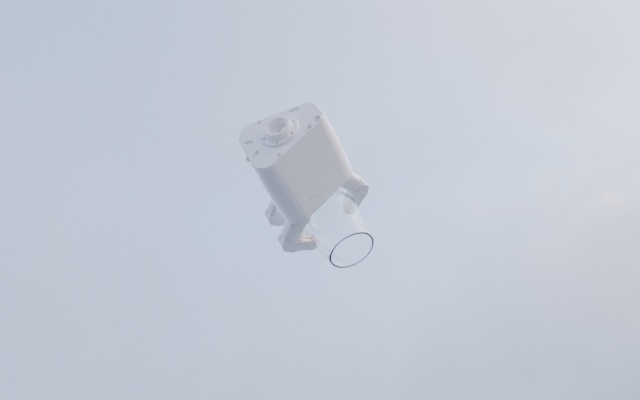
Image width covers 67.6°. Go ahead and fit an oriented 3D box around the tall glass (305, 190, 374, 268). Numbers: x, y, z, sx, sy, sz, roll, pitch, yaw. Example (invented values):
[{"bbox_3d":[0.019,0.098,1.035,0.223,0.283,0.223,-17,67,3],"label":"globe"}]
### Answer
[{"bbox_3d":[0.000,0.002,0.670,0.079,0.079,0.201,0,38,-31],"label":"tall glass"}]
